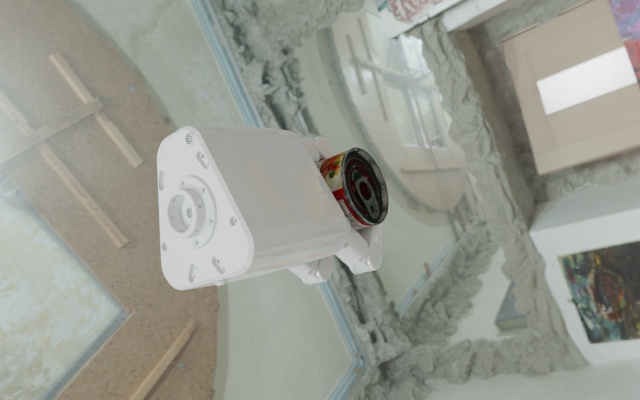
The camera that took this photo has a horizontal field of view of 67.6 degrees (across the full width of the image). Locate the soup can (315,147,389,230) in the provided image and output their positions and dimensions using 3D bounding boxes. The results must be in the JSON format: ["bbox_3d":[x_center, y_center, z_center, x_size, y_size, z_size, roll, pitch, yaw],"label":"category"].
[{"bbox_3d":[0.000,0.001,0.429,0.102,0.068,0.068,-19,-11,34],"label":"soup can"}]
